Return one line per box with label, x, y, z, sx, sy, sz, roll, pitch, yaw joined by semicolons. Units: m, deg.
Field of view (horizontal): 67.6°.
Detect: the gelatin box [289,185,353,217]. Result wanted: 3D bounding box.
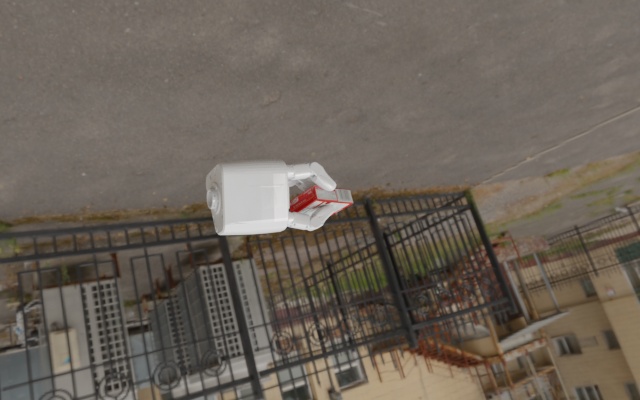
gelatin box;0.000;0.003;0.836;0.089;0.030;0.073;5;-25;-40
